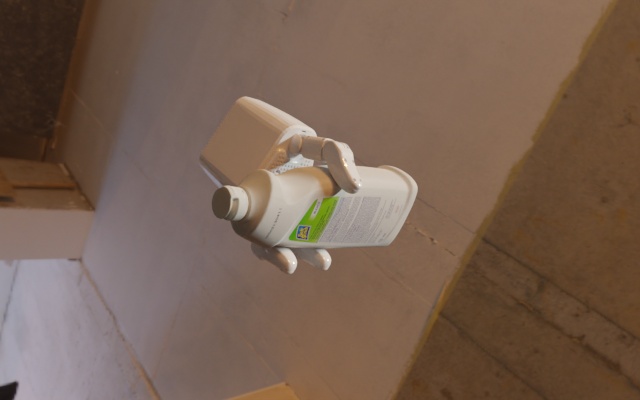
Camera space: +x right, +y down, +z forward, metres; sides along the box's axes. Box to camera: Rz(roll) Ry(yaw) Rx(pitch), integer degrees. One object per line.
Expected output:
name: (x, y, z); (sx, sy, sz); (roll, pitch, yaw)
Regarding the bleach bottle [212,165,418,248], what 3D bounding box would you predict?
bleach bottle: (0.000, 0.002, 0.509); (0.251, 0.102, 0.068); (5, 23, -48)
